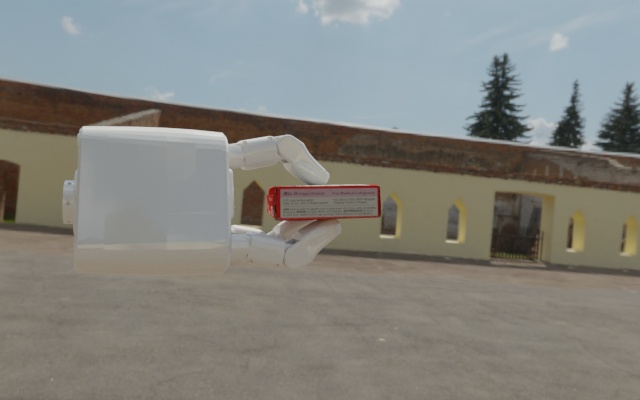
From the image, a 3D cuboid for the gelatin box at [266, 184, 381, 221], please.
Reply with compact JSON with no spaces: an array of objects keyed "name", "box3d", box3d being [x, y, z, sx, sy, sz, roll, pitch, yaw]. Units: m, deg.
[{"name":"gelatin box","box3d":[0.000,0.001,0.418,0.089,0.030,0.073,-2,2,-10]}]
